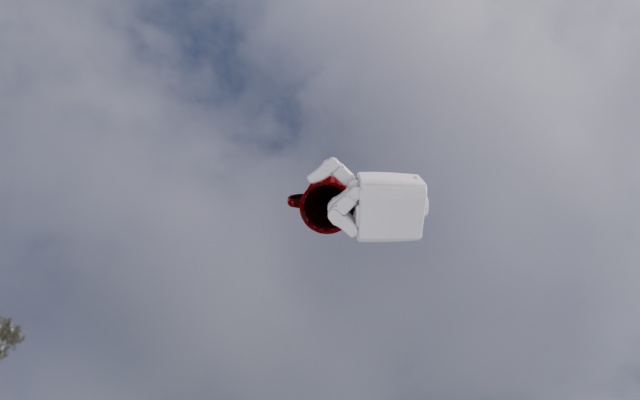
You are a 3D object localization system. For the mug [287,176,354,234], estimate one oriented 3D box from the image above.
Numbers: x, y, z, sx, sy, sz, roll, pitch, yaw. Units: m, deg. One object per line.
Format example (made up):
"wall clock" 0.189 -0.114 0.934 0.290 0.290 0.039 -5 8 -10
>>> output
"mug" -0.001 0.003 0.846 0.117 0.093 0.081 1 15 2
